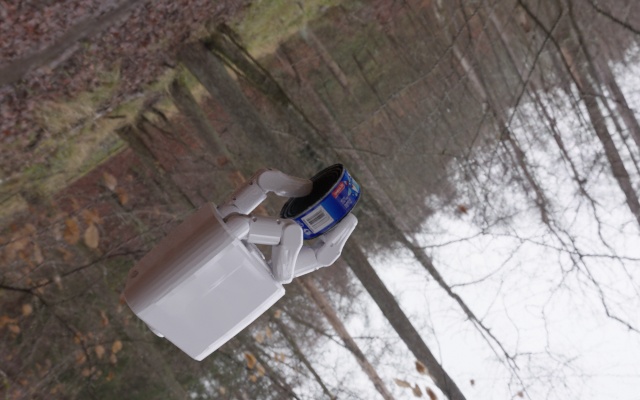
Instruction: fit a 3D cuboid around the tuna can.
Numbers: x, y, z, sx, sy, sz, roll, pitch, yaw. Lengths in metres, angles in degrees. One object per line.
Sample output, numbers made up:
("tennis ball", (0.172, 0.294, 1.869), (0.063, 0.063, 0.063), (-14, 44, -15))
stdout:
("tuna can", (0.000, 0.002, 0.503), (0.086, 0.034, 0.086), (-36, 17, 13))
